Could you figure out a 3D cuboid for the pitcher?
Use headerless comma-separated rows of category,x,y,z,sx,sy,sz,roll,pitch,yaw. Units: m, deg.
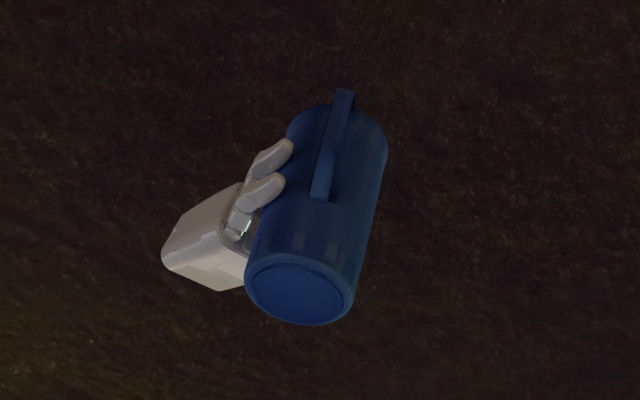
pitcher,0.000,0.002,0.525,0.145,0.242,0.149,-23,-57,30
